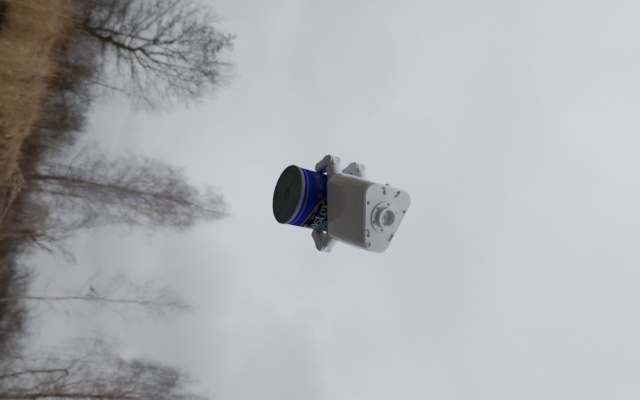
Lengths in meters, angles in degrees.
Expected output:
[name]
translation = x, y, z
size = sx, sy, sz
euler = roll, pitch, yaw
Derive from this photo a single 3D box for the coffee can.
[coffee can]
translation = 0.000, 0.003, 0.844
size = 0.140, 0.103, 0.103
euler = 13, -7, -30
